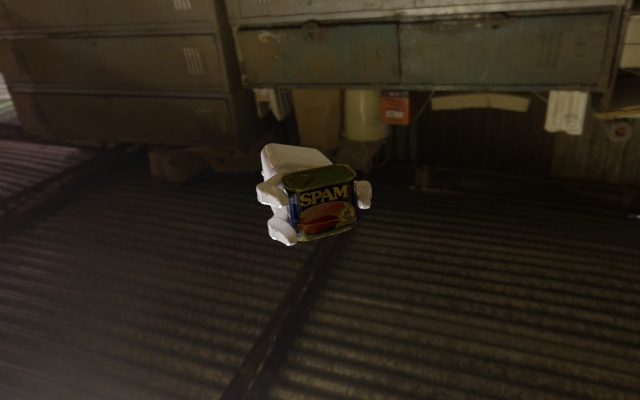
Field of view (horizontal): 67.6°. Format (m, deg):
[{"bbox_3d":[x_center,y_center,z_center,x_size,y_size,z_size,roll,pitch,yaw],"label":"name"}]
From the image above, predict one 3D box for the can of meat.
[{"bbox_3d":[0.000,0.003,0.677,0.102,0.084,0.057,-13,28,-14],"label":"can of meat"}]
